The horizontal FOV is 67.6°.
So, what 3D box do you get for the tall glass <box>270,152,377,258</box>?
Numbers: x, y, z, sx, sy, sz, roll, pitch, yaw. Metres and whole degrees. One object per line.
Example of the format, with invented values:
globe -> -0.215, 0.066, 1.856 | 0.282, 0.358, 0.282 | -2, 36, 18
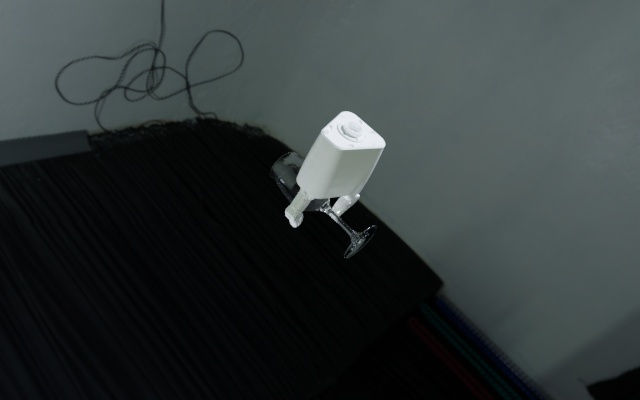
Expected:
tall glass -> 0.000, 0.003, 0.821 | 0.201, 0.079, 0.079 | 45, 18, 19
